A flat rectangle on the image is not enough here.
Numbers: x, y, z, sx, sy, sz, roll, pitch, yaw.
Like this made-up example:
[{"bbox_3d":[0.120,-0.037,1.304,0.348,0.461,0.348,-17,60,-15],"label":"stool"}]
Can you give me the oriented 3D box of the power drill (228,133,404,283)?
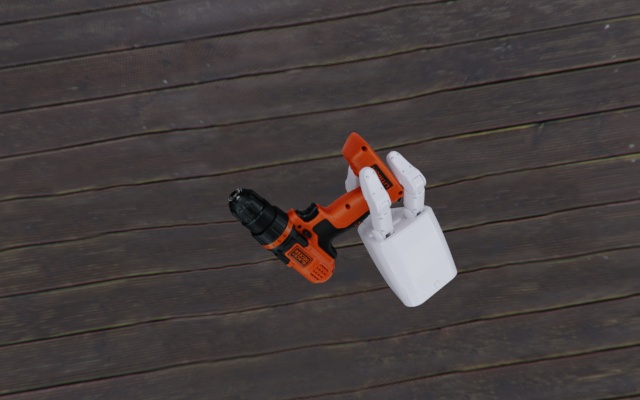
[{"bbox_3d":[0.001,0.002,0.619,0.184,0.187,0.057,44,8,-32],"label":"power drill"}]
